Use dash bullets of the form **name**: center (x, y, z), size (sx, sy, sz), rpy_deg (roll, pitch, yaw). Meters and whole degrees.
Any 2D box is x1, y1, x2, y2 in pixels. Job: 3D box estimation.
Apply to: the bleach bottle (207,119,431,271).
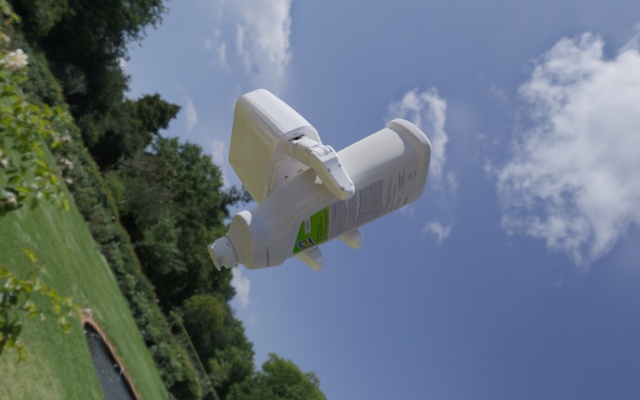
- **bleach bottle**: center (0.000, 0.002, 0.510), size (0.251, 0.103, 0.068), rpy_deg (-25, 49, -22)
